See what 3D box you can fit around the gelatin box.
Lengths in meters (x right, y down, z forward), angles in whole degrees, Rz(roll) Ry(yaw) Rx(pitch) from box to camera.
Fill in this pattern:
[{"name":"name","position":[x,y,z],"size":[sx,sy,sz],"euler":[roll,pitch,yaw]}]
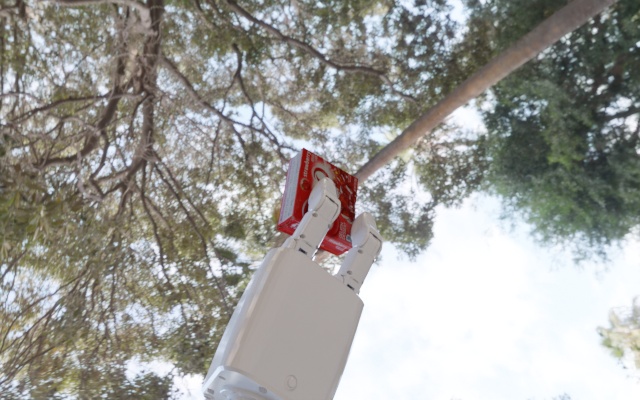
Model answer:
[{"name":"gelatin box","position":[0.000,0.001,0.476],"size":[0.073,0.089,0.030],"euler":[28,-41,-26]}]
